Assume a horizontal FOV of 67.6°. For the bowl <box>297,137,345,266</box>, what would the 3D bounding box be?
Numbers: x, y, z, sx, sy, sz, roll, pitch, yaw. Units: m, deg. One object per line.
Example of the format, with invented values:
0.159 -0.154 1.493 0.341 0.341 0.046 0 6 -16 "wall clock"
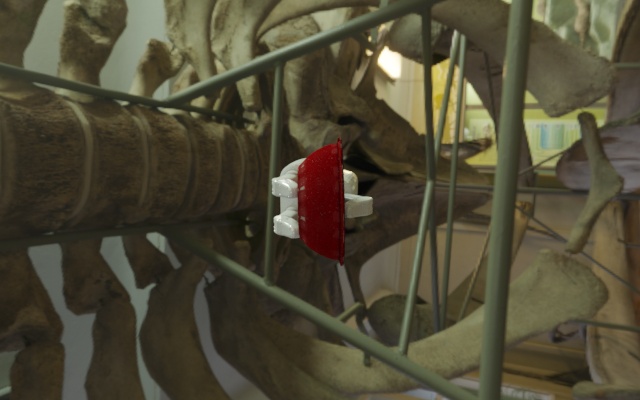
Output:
0.000 0.002 0.601 0.055 0.162 0.162 -1 0 -1 "bowl"
